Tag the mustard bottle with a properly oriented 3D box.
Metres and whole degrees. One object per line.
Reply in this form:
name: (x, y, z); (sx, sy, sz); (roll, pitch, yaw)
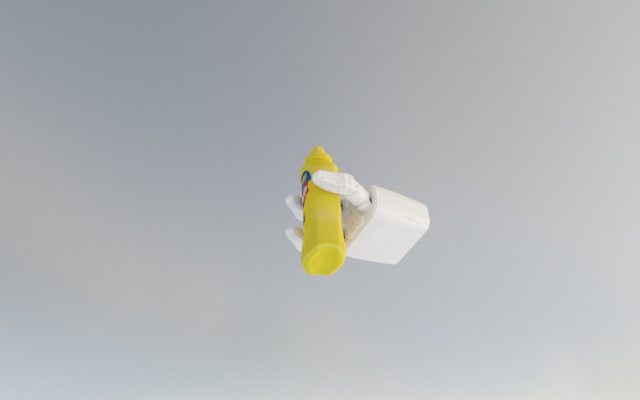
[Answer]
mustard bottle: (0.000, 0.002, 0.680); (0.058, 0.191, 0.096); (1, -32, -7)
